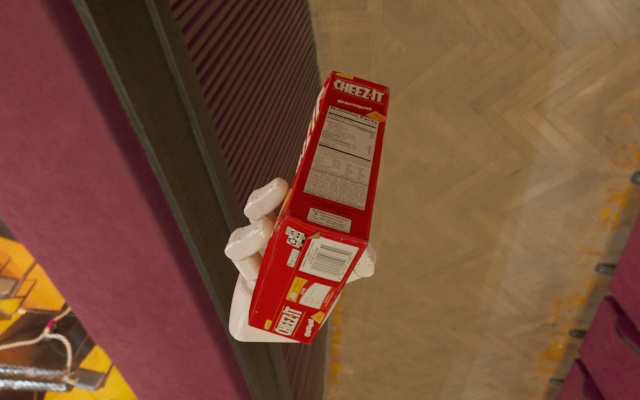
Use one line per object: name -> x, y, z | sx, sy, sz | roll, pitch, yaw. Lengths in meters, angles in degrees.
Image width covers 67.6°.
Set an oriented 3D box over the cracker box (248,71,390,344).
cracker box -> 0.000, 0.002, 0.463 | 0.072, 0.213, 0.164 | 18, -45, -4
